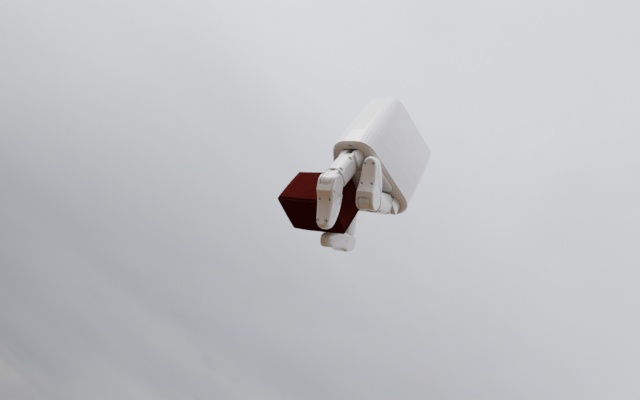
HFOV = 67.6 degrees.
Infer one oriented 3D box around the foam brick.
[{"bbox_3d":[0.000,0.002,0.576,0.078,0.053,0.051,5,45,34],"label":"foam brick"}]
